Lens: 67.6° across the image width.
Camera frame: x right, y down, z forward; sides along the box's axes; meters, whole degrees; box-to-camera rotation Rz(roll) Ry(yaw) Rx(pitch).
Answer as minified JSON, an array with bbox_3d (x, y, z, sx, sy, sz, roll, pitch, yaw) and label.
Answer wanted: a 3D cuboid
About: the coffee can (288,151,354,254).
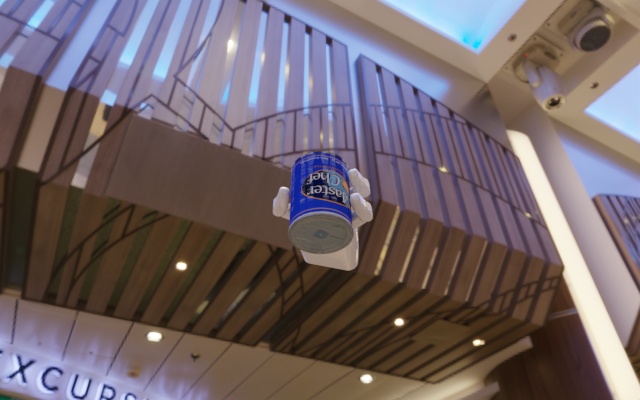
[{"bbox_3d":[0.000,0.003,0.791,0.103,0.140,0.103,0,-41,0],"label":"coffee can"}]
